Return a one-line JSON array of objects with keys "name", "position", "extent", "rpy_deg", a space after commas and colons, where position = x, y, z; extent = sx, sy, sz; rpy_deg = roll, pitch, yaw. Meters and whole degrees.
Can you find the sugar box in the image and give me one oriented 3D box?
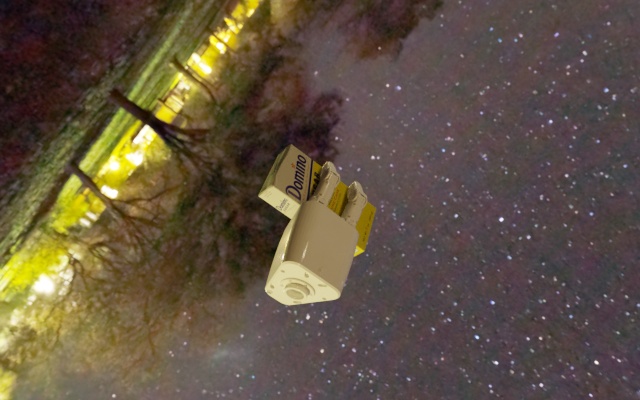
[{"name": "sugar box", "position": [0.000, 0.002, 0.727], "extent": [0.176, 0.093, 0.048], "rpy_deg": [37, -43, -20]}]
